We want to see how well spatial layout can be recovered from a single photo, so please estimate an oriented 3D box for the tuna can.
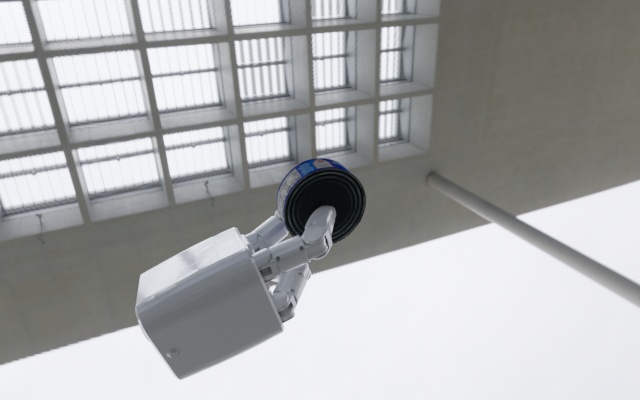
[{"bbox_3d":[0.000,0.001,0.481,0.086,0.086,0.033,0,25,-22],"label":"tuna can"}]
